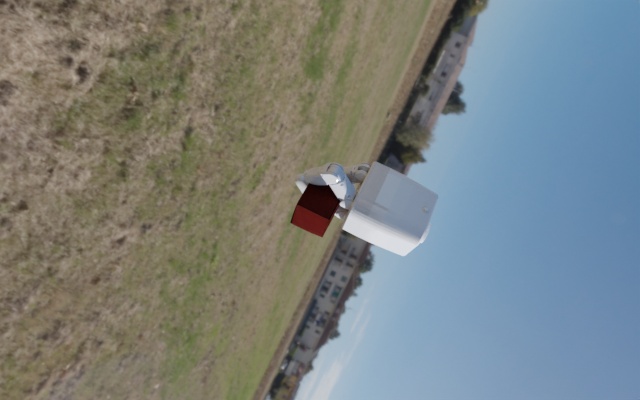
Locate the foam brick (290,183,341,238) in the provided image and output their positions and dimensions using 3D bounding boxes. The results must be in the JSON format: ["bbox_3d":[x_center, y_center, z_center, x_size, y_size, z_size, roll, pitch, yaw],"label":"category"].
[{"bbox_3d":[0.000,0.002,0.677,0.051,0.078,0.053,27,-34,3],"label":"foam brick"}]
